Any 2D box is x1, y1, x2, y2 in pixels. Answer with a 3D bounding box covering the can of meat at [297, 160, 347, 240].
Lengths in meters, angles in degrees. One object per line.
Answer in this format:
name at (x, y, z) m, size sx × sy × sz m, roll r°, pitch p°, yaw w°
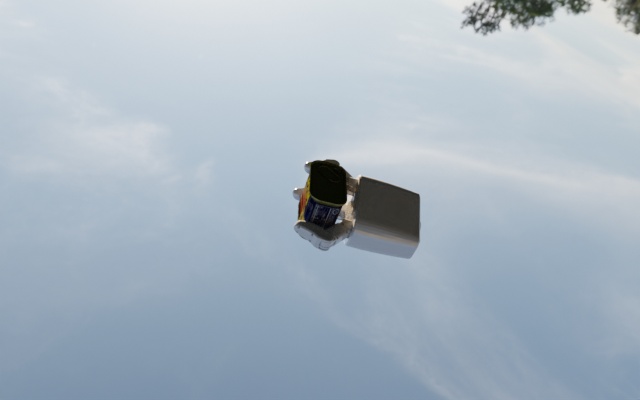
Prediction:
can of meat at (0.000, 0.003, 0.728) m, size 0.057 × 0.084 × 0.102 m, roll 13°, pitch 38°, yaw -10°
